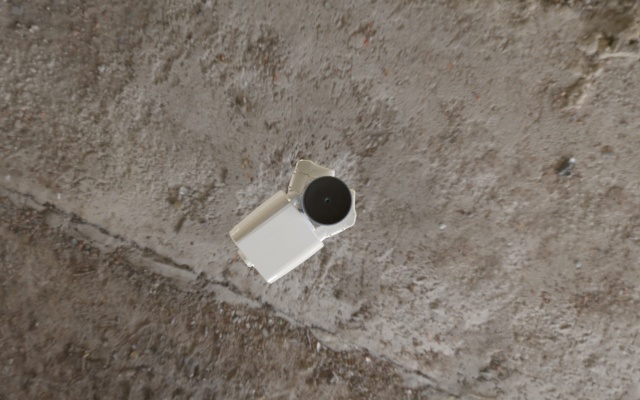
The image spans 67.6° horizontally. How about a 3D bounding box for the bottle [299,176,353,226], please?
[{"bbox_3d":[0.000,0.002,0.768,0.069,0.069,0.296,0,-1,-4],"label":"bottle"}]
